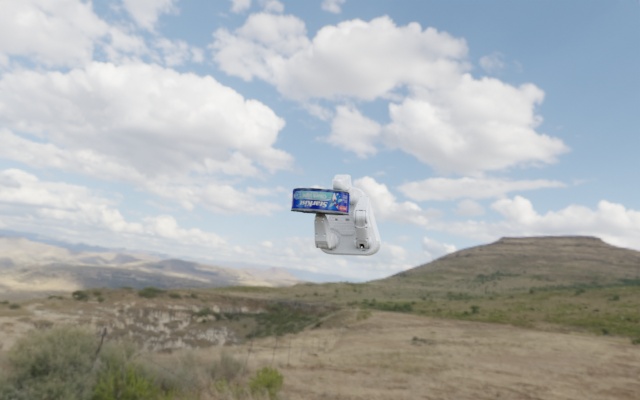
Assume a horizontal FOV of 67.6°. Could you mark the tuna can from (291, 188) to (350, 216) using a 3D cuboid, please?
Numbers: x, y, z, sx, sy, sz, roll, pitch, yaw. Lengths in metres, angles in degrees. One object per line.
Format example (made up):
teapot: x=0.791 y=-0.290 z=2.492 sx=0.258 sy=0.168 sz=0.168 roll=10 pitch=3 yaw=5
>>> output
tuna can: x=0.000 y=0.002 z=0.699 sx=0.086 sy=0.034 sz=0.086 roll=4 pitch=-4 yaw=0
